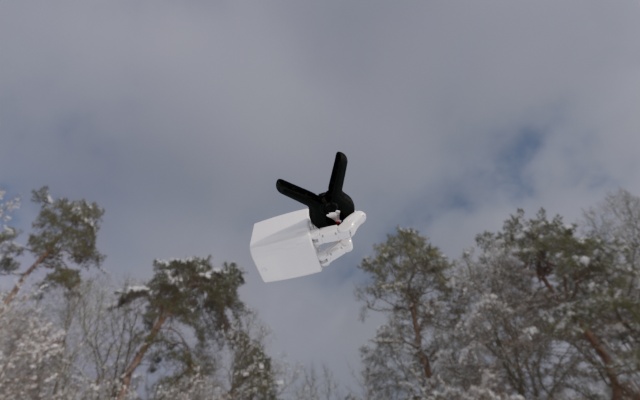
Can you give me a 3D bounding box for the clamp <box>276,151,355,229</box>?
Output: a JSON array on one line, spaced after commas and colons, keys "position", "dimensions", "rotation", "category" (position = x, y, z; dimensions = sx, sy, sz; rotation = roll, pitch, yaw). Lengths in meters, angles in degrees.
[{"position": [0.000, 0.002, 0.798], "dimensions": [0.120, 0.172, 0.039], "rotation": [-14, 40, 4], "category": "clamp"}]
